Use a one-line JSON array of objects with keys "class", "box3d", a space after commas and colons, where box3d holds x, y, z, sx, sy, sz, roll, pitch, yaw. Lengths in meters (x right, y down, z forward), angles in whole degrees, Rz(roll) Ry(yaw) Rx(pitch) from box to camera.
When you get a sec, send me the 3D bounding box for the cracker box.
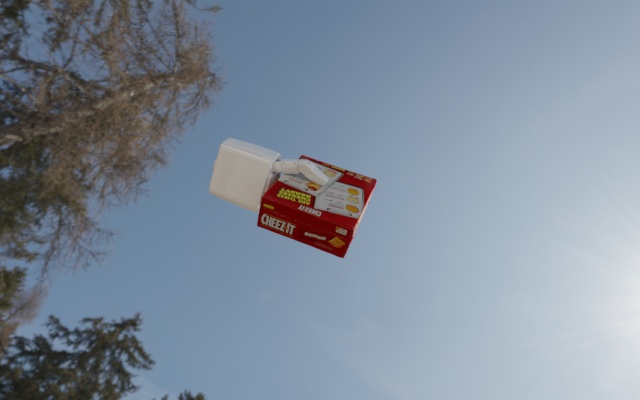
[{"class": "cracker box", "box3d": [0.000, 0.003, 0.880, 0.164, 0.072, 0.213, 19, 29, 8]}]
